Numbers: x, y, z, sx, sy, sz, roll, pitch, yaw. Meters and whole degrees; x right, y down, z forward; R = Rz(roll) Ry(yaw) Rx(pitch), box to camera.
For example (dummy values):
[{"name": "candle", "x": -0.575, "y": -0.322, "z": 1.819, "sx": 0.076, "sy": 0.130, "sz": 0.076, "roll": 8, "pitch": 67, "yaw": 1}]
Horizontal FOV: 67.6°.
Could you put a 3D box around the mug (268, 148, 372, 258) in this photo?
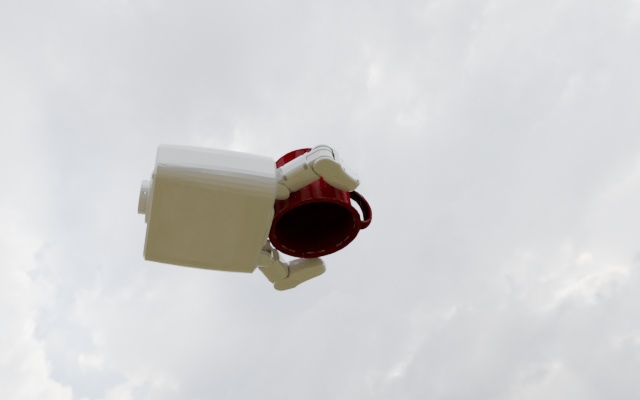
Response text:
[{"name": "mug", "x": 0.001, "y": 0.002, "z": 0.499, "sx": 0.117, "sy": 0.081, "sz": 0.093, "roll": 8, "pitch": -45, "yaw": -20}]
